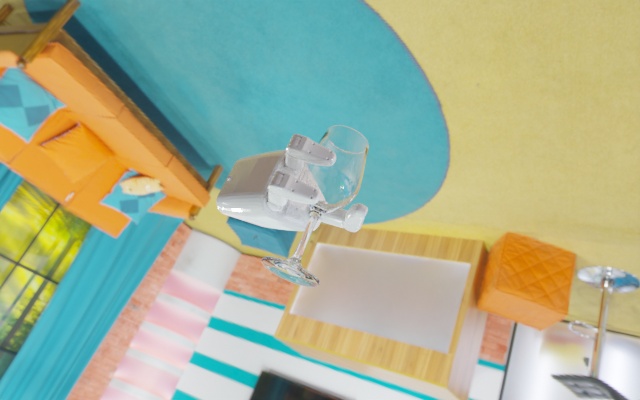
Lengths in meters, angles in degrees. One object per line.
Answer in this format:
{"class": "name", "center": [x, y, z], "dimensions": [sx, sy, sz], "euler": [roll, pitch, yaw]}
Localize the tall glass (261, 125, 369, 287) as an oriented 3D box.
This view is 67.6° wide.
{"class": "tall glass", "center": [0.000, 0.003, 0.600], "dimensions": [0.079, 0.201, 0.079], "euler": [19, -24, 9]}
